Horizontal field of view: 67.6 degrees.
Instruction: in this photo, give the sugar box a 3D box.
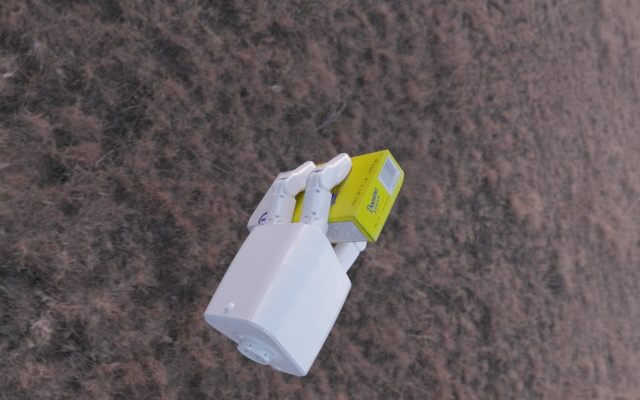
[{"bbox_3d":[0.000,0.001,0.533,0.176,0.093,0.048,-6,-46,43],"label":"sugar box"}]
